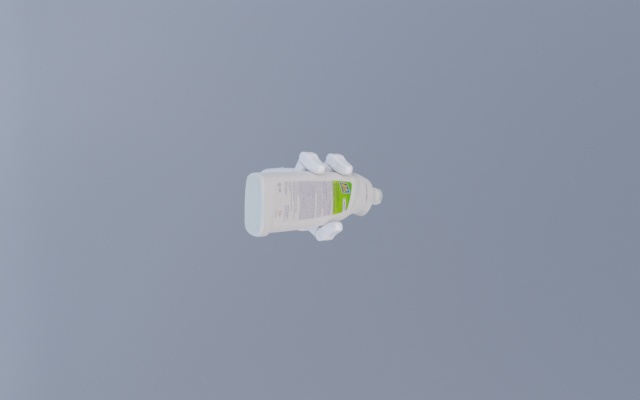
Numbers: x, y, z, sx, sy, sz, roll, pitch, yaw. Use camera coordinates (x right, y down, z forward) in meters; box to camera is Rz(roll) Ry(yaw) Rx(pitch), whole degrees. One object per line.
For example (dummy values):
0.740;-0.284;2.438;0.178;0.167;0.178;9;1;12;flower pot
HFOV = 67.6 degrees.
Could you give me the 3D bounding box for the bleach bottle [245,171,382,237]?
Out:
0.000;0.003;0.801;0.251;0.102;0.068;-1;6;-34;bleach bottle
